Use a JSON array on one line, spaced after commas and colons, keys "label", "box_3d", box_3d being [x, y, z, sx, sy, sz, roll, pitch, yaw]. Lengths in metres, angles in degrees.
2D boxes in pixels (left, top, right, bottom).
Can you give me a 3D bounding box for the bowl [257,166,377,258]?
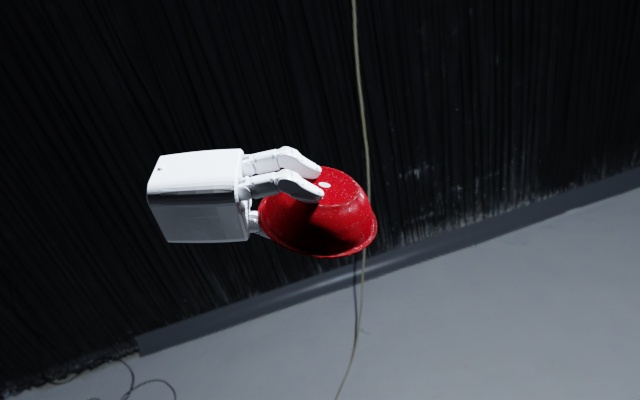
[{"label": "bowl", "box_3d": [0.001, 0.002, 0.625, 0.162, 0.055, 0.162, 7, 35, -5]}]
